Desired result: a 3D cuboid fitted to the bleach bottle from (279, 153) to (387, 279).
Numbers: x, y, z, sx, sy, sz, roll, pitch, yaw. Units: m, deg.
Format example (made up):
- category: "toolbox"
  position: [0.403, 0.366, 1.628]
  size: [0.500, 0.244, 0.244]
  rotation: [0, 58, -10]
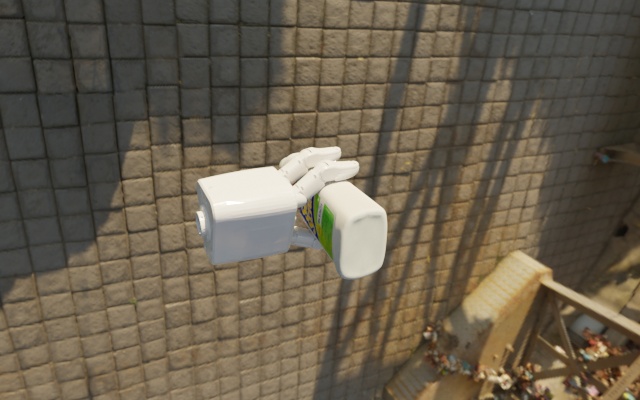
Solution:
- category: "bleach bottle"
  position: [0.000, 0.002, 0.680]
  size: [0.068, 0.103, 0.250]
  rotation: [-10, 29, -24]
